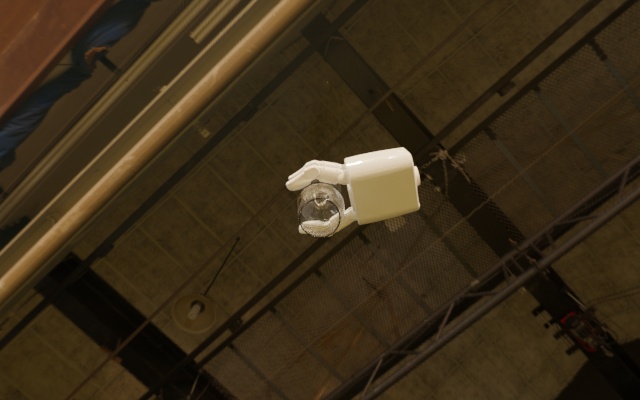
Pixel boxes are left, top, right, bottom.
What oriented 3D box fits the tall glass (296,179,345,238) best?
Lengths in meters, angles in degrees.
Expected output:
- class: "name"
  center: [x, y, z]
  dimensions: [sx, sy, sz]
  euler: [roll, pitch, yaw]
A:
- class: "tall glass"
  center: [0.000, 0.003, 0.797]
  dimensions: [0.079, 0.079, 0.201]
  euler: [0, 14, 1]
